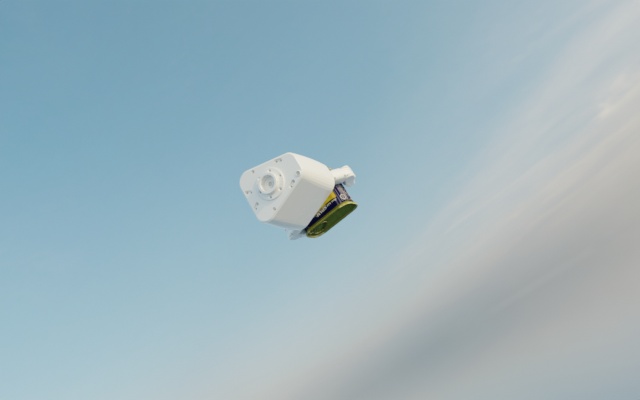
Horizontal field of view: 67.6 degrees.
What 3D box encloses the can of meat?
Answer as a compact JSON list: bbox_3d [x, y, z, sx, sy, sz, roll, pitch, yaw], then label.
[{"bbox_3d":[0.000,0.002,0.839,0.102,0.084,0.057,-39,-22,19],"label":"can of meat"}]
